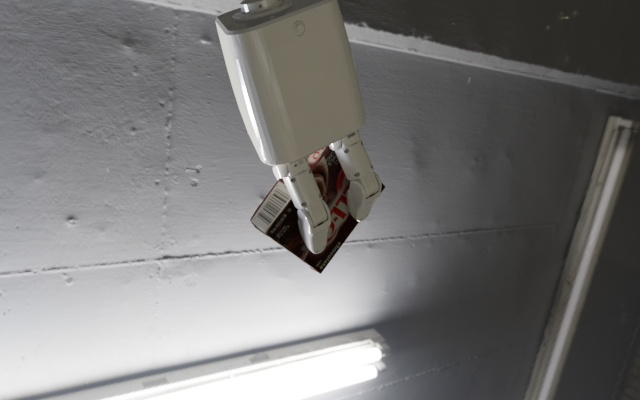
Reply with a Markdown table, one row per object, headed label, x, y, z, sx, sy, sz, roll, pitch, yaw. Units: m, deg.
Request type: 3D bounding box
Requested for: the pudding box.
| label | x | y | z | sx | sy | sz | roll | pitch | yaw |
| --- | --- | --- | --- | --- | --- | --- | --- | --- | --- |
| pudding box | 0.000 | 0.001 | 0.458 | 0.090 | 0.113 | 0.039 | 42 | -5 | -42 |
